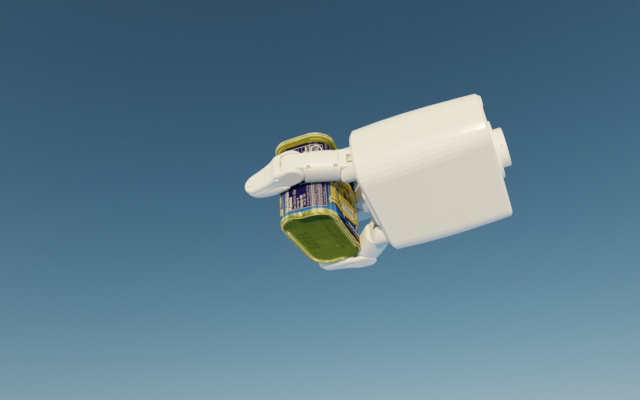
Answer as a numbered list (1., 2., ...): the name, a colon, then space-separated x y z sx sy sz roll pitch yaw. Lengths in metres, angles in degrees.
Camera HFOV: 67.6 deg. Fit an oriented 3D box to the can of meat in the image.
1. can of meat: 0.000 0.002 0.451 0.057 0.084 0.102 -15 -34 17
